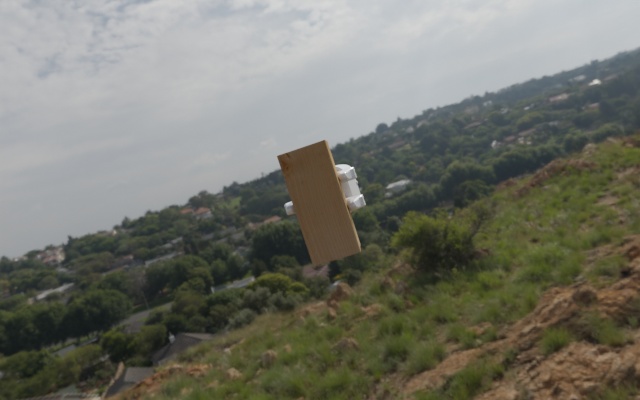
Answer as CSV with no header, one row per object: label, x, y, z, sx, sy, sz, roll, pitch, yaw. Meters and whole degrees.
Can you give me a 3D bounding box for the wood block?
wood block,0.000,0.003,0.873,0.091,0.206,0.090,-18,4,5
